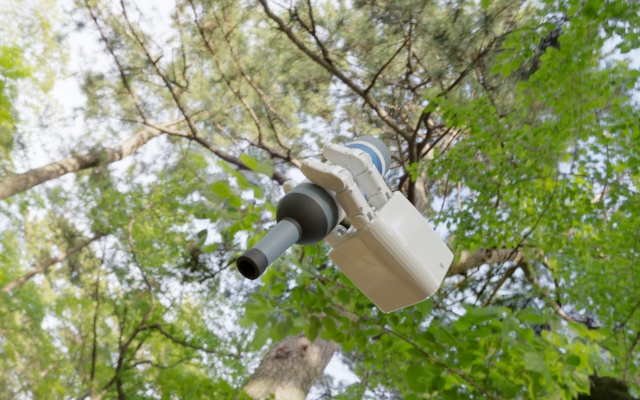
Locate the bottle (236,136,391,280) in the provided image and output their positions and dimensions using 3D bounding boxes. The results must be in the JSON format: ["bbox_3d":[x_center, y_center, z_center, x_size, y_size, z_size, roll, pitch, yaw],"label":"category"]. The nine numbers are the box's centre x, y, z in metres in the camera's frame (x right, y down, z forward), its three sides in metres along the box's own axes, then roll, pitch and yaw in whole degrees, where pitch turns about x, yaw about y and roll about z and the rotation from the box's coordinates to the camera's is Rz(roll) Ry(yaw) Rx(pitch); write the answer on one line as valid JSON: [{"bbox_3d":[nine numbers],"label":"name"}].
[{"bbox_3d":[0.000,0.002,0.567,0.069,0.069,0.295,0,25,32],"label":"bottle"}]
